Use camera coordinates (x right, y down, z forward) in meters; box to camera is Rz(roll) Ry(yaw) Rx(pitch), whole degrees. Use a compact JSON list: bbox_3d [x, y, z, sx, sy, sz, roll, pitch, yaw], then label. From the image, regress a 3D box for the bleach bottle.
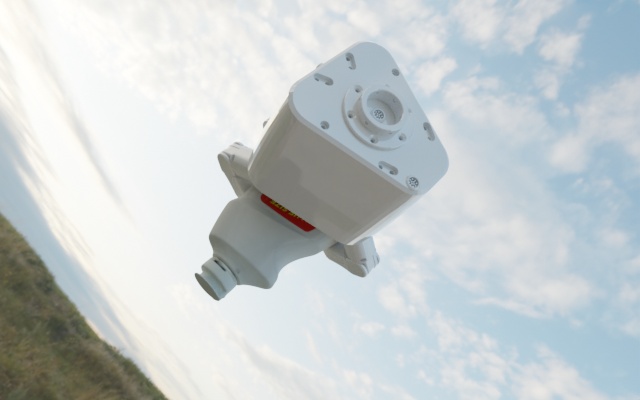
[{"bbox_3d":[0.000,0.001,0.429,0.250,0.102,0.068,-41,-2,-29],"label":"bleach bottle"}]
